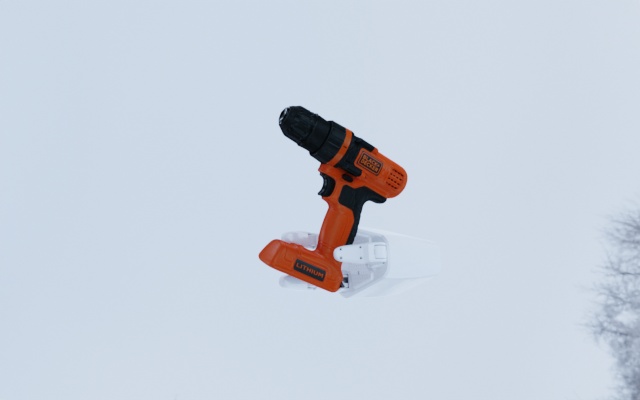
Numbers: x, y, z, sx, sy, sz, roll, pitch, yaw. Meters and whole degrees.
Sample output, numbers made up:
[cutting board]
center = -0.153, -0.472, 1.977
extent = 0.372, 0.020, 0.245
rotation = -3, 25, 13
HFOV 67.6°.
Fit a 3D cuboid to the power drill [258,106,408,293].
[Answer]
[power drill]
center = 0.000, 0.002, 0.573
extent = 0.184, 0.187, 0.057
rotation = 28, -3, -22
